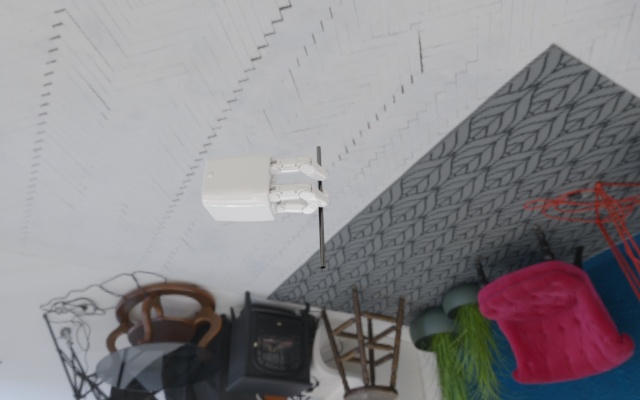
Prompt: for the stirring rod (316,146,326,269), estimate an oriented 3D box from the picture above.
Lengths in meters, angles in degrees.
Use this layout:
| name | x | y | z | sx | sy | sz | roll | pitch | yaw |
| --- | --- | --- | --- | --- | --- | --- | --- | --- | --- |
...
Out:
| name | x | y | z | sx | sy | sz | roll | pitch | yaw |
| --- | --- | --- | --- | --- | --- | --- | --- | --- | --- |
| stirring rod | 0.000 | 0.002 | 0.780 | 0.011 | 0.239 | 0.011 | -1 | -36 | -1 |
